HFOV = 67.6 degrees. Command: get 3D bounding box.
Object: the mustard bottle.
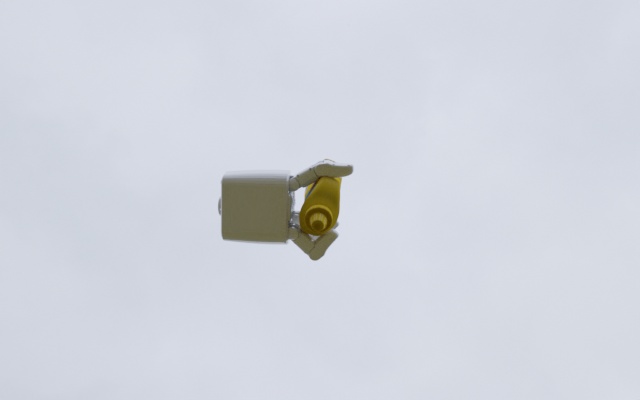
[{"bbox_3d":[0.000,0.002,0.760,0.058,0.096,0.191,24,20,-6],"label":"mustard bottle"}]
